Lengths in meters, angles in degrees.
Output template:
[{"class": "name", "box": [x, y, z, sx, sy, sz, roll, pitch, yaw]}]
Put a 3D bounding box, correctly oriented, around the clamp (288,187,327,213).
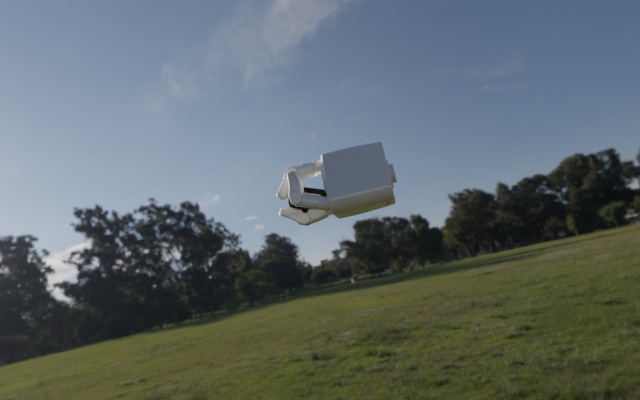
[{"class": "clamp", "box": [0.000, 0.002, 0.886, 0.120, 0.039, 0.171, -13, -11, 8]}]
